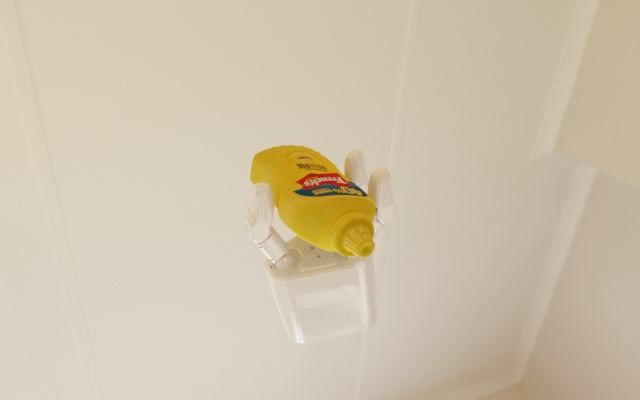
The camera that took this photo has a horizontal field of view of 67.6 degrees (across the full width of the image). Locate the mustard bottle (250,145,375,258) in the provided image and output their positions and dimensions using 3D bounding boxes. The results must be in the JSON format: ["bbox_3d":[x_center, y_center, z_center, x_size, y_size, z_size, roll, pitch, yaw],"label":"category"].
[{"bbox_3d":[0.000,0.001,0.486,0.096,0.058,0.191,1,25,-27],"label":"mustard bottle"}]
